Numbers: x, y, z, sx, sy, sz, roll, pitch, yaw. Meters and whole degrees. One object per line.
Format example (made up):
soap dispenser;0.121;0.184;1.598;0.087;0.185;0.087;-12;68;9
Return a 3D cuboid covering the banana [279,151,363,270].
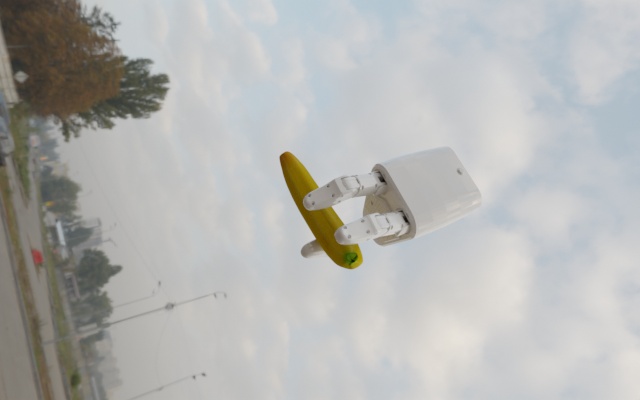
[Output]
banana;0.003;0.017;0.567;0.037;0.070;0.197;-22;47;-16
